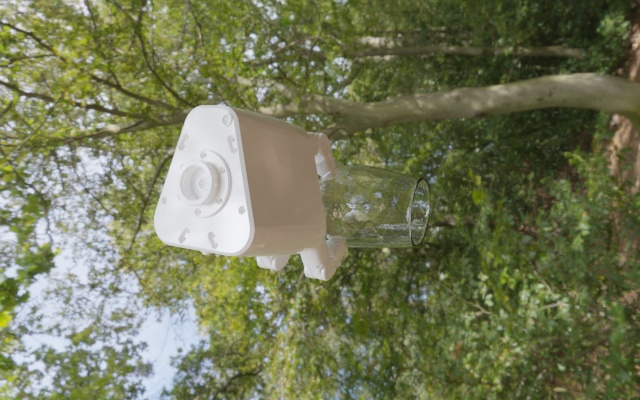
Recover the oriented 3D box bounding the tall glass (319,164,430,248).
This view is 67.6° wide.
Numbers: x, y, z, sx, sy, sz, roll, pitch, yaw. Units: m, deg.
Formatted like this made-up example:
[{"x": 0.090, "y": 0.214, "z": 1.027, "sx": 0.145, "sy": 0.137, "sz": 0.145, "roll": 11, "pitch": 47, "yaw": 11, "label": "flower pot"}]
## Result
[{"x": 0.000, "y": 0.001, "z": 0.465, "sx": 0.201, "sy": 0.079, "sz": 0.079, "roll": 6, "pitch": 3, "yaw": 27, "label": "tall glass"}]
